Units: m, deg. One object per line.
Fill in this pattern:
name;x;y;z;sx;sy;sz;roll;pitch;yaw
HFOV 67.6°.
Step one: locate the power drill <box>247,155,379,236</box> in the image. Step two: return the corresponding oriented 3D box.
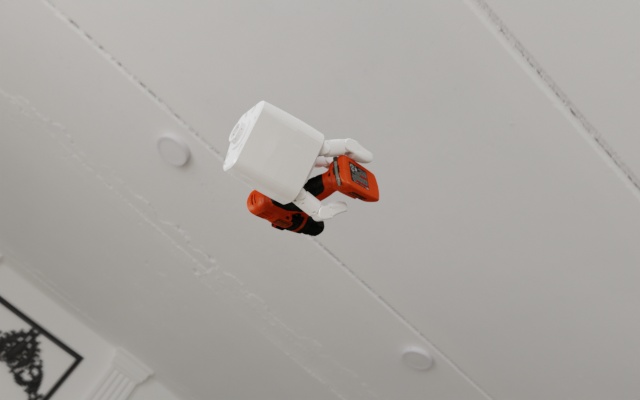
power drill;0.000;0.002;0.796;0.188;0.057;0.184;-25;-29;28
